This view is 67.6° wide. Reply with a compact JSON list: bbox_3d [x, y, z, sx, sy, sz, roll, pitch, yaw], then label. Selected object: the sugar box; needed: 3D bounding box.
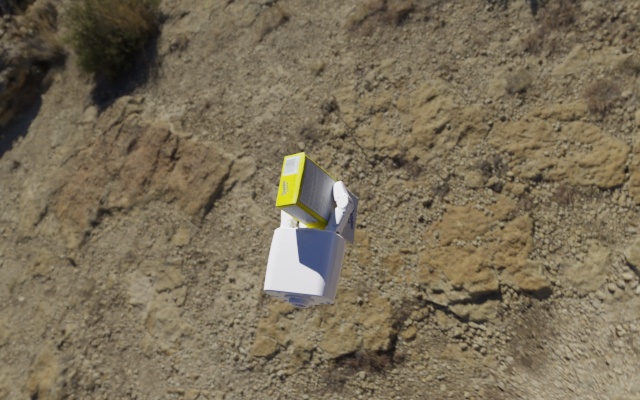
[{"bbox_3d":[0.000,0.003,0.805,0.048,0.093,0.176,-7,-29,31],"label":"sugar box"}]
